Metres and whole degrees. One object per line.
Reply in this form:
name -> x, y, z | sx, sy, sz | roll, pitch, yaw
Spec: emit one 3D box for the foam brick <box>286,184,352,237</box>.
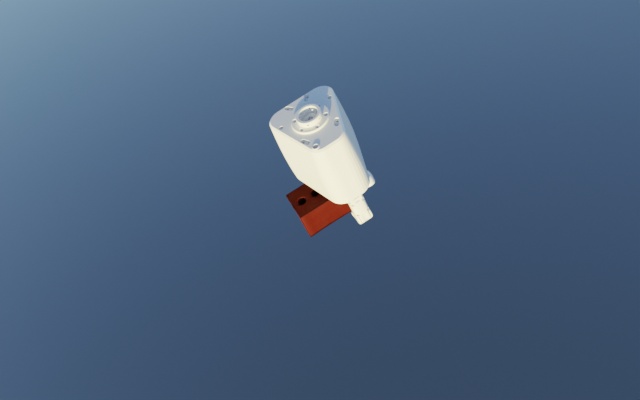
foam brick -> 0.000, 0.003, 0.682 | 0.078, 0.053, 0.051 | -33, -39, -2
